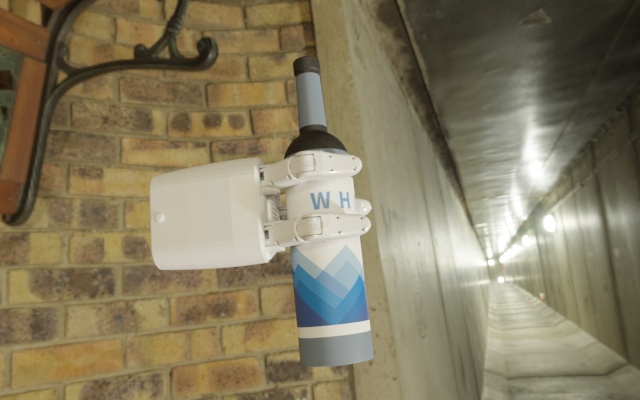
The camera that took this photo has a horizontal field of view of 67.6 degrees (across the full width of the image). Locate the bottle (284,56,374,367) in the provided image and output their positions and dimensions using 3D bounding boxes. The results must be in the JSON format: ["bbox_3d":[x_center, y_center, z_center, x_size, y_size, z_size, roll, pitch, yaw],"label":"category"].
[{"bbox_3d":[0.000,0.002,0.460,0.069,0.295,0.069,-6,-11,-1],"label":"bottle"}]
